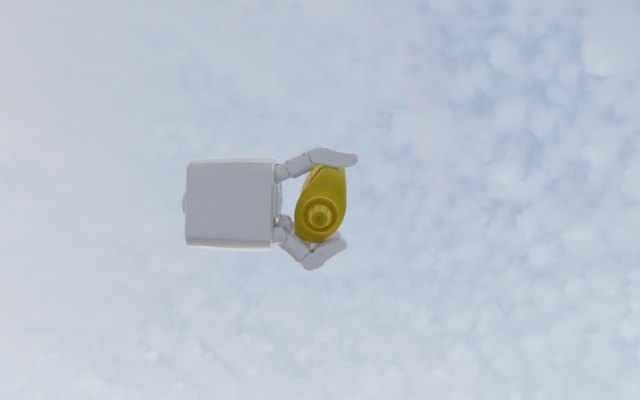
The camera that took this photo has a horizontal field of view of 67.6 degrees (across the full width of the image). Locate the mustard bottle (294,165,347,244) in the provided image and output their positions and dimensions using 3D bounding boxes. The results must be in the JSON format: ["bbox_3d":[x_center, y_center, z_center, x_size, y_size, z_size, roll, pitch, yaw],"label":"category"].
[{"bbox_3d":[0.000,0.002,0.601,0.058,0.096,0.191,25,10,-3],"label":"mustard bottle"}]
